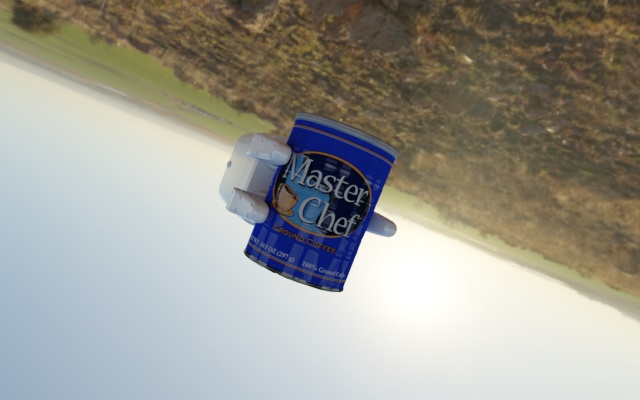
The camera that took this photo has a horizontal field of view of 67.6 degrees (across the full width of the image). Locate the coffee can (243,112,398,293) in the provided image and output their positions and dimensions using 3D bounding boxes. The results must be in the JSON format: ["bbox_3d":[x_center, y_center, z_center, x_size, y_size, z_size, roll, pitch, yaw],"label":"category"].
[{"bbox_3d":[0.000,0.001,0.452,0.103,0.140,0.103,22,1,0],"label":"coffee can"}]
